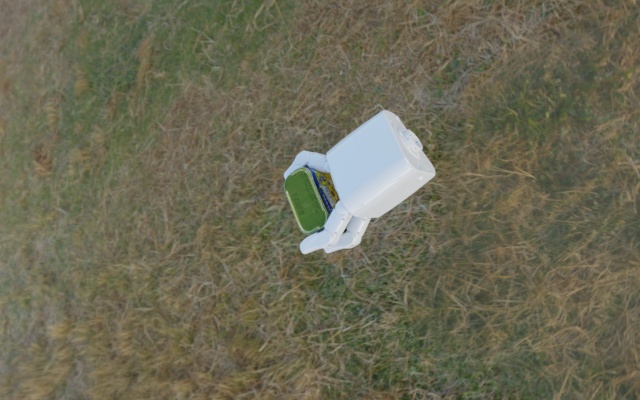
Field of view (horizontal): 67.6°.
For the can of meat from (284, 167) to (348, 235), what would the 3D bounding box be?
[{"bbox_3d":[0.000,0.002,0.708,0.057,0.102,0.084,-33,-20,28],"label":"can of meat"}]
